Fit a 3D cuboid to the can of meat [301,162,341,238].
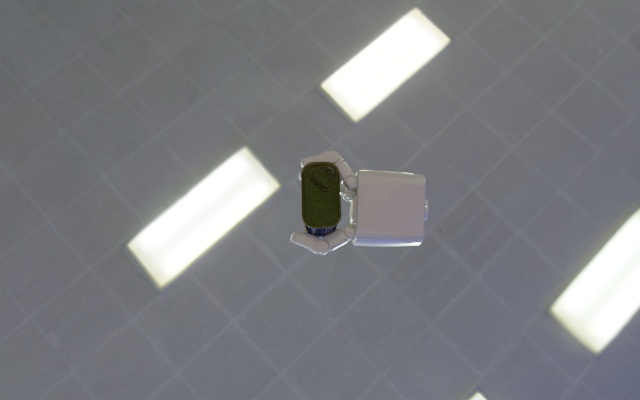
[{"bbox_3d":[0.000,0.003,0.736,0.057,0.102,0.084,-1,-16,-1],"label":"can of meat"}]
